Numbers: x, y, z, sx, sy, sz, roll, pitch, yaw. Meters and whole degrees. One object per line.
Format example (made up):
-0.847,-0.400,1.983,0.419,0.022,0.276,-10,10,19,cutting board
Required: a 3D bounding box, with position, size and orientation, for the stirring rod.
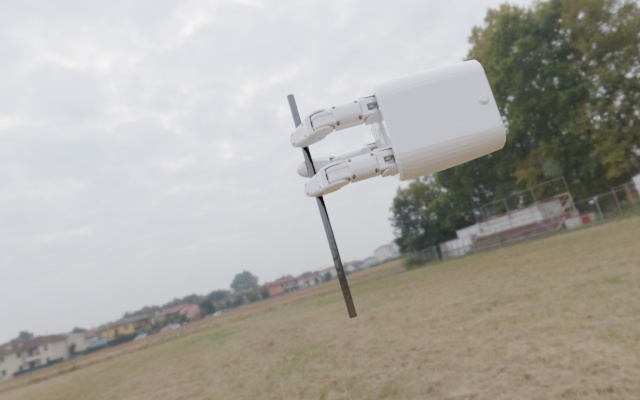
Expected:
0.000,0.002,0.493,0.011,0.239,0.011,-16,-10,-3,stirring rod
